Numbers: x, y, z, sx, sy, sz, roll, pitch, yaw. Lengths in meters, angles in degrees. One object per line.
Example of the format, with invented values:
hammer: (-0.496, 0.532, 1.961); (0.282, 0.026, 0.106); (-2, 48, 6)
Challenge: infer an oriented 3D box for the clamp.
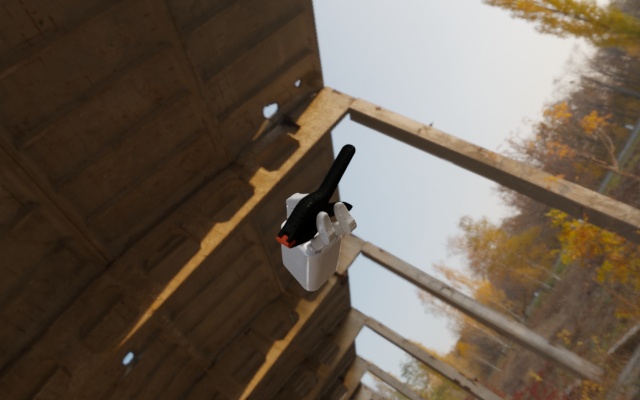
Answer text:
clamp: (-0.001, 0.003, 0.845); (0.036, 0.165, 0.210); (27, 46, 26)
